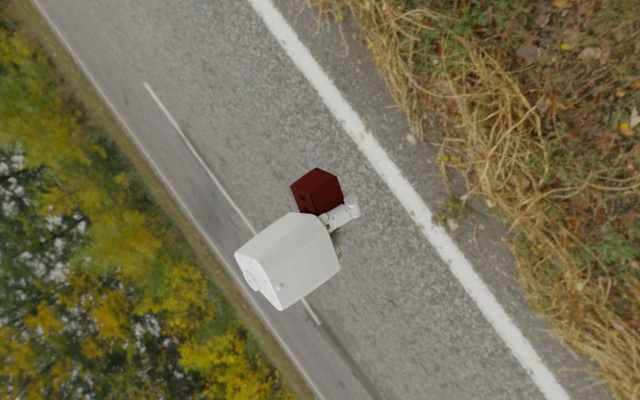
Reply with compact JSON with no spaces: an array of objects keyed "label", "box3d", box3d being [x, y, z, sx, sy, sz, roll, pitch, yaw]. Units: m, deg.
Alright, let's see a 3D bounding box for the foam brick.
[{"label":"foam brick","box3d":[0.000,0.002,0.687,0.051,0.078,0.053,-34,33,-22]}]
